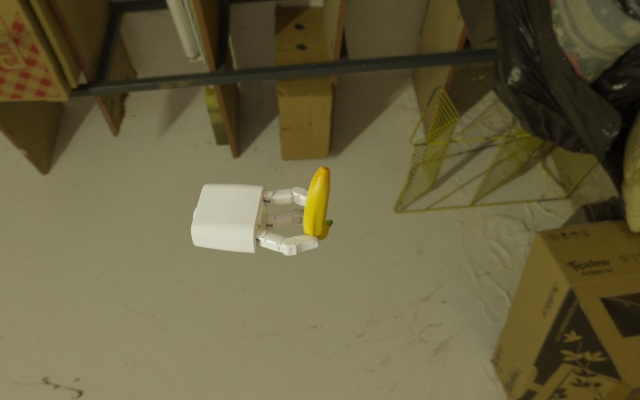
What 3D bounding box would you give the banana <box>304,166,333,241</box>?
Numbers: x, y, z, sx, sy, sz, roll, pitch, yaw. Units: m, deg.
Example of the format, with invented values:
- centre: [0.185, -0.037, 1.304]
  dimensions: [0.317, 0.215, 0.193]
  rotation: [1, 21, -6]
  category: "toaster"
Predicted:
- centre: [-0.005, 0.020, 0.766]
  dimensions: [0.037, 0.069, 0.198]
  rotation: [13, -26, 8]
  category: "banana"
